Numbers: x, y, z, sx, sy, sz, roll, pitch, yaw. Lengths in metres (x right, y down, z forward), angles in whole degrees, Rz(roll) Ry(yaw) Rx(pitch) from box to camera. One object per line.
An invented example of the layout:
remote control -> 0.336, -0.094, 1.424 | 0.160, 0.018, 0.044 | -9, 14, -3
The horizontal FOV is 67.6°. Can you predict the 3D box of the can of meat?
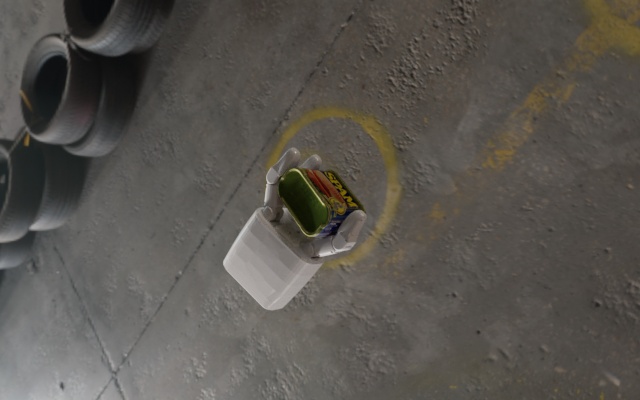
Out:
can of meat -> 0.000, 0.002, 0.649 | 0.084, 0.102, 0.057 | 3, -46, -53
